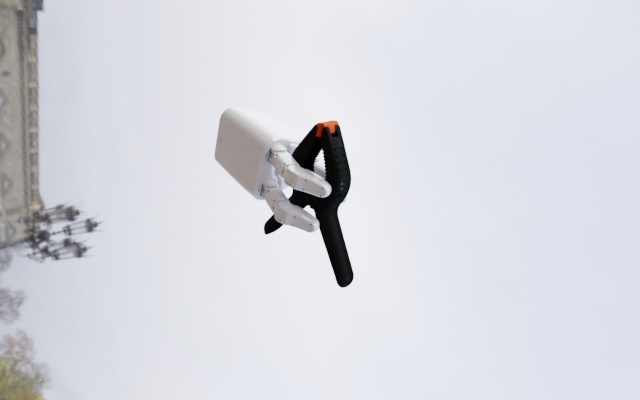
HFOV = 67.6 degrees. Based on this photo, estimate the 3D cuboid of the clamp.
[{"bbox_3d":[0.001,0.001,0.619,0.164,0.210,0.036,36,37,29],"label":"clamp"}]
